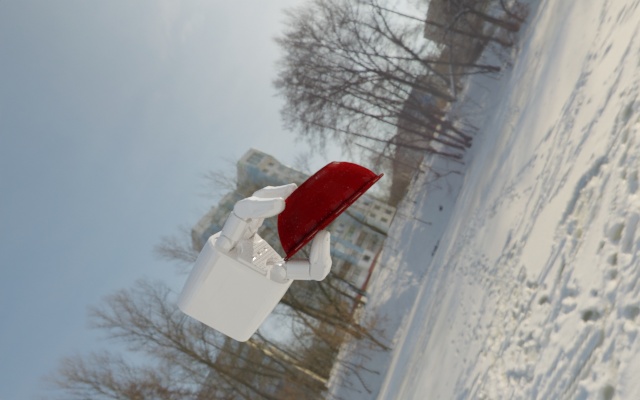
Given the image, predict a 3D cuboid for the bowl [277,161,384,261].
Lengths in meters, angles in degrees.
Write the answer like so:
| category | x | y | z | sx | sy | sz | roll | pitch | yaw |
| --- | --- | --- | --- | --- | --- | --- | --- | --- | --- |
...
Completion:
| category | x | y | z | sx | sy | sz | roll | pitch | yaw |
| --- | --- | --- | --- | --- | --- | --- | --- | --- | --- |
| bowl | 0.001 | 0.001 | 0.586 | 0.162 | 0.055 | 0.162 | -40 | -3 | -3 |
